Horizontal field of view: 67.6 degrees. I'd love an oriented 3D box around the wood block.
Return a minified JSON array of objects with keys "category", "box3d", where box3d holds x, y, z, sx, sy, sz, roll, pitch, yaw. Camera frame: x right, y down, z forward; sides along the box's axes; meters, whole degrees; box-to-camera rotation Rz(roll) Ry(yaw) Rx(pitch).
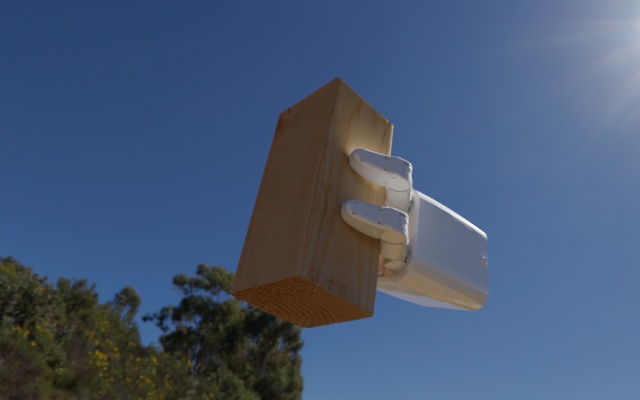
[{"category":"wood block","box3d":[0.000,0.002,0.449,0.090,0.206,0.091,34,-39,-32]}]
